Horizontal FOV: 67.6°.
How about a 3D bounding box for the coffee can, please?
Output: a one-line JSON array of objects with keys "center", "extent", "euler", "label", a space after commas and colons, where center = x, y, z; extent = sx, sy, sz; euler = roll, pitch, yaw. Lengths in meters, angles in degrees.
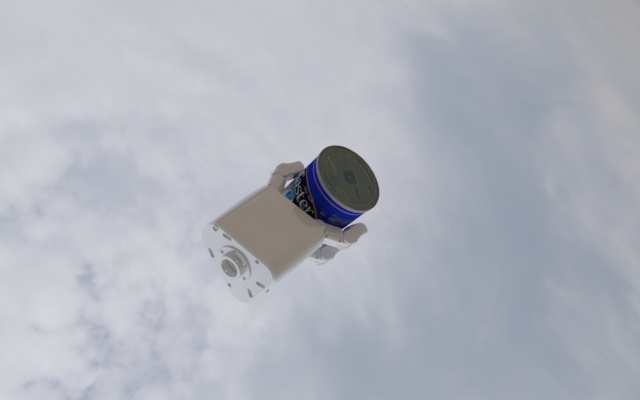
[{"center": [0.000, 0.002, 0.680], "extent": [0.103, 0.102, 0.140], "euler": [0, -29, -40], "label": "coffee can"}]
